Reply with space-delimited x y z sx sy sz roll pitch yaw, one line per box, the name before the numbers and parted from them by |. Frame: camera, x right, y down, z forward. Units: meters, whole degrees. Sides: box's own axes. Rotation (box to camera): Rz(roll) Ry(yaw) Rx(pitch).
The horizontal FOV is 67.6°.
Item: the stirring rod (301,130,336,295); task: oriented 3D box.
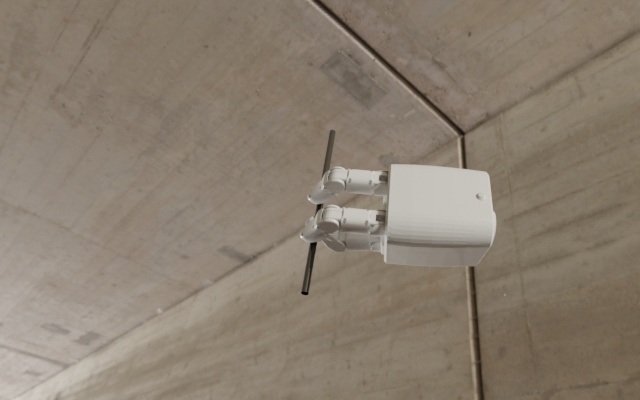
stirring rod | 0.000 0.002 0.563 0.011 0.239 0.011 6 -38 5
